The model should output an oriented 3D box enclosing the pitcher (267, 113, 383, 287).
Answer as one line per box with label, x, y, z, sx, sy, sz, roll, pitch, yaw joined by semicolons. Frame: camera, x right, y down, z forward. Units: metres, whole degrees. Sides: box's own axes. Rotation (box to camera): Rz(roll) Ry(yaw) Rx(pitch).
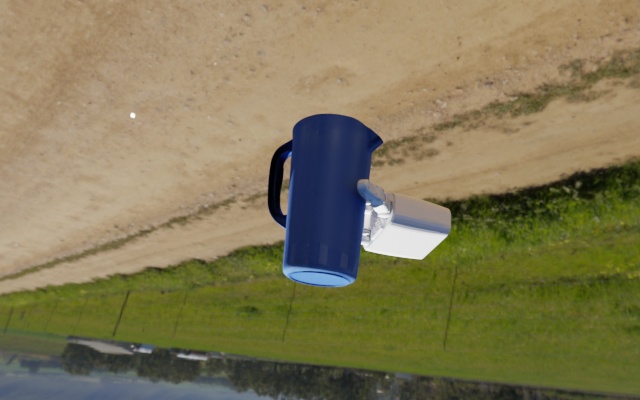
pitcher;0.000;0.002;0.731;0.145;0.242;0.149;14;-23;-19
